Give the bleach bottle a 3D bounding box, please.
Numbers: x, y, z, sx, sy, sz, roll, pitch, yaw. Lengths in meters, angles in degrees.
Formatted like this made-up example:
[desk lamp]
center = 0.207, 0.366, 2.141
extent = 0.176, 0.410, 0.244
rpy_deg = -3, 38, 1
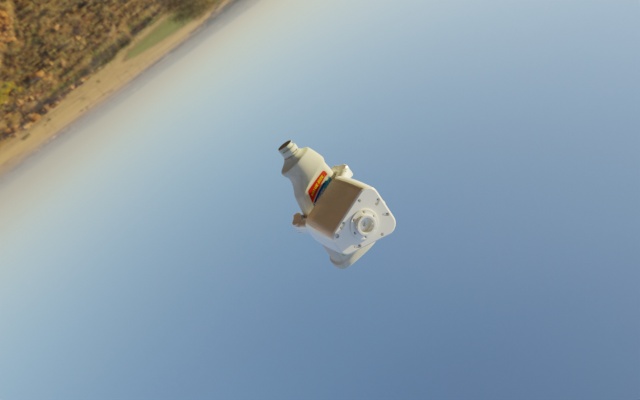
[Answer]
[bleach bottle]
center = 0.000, 0.003, 0.874
extent = 0.102, 0.251, 0.068
rpy_deg = -41, 23, -11
